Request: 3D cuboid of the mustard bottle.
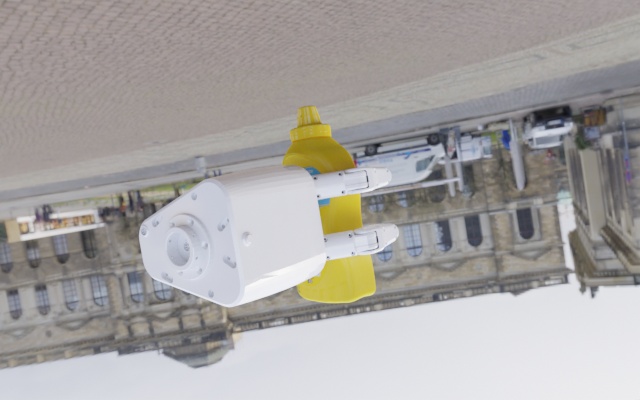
[{"bbox_3d":[0.000,0.002,0.479,0.058,0.191,0.096,-10,2,-35],"label":"mustard bottle"}]
